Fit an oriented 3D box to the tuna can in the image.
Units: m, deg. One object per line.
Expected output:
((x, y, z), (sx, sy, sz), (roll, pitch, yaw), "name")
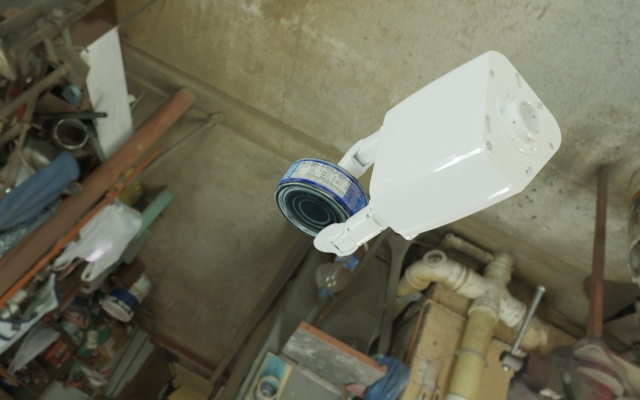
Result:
((0.000, 0.002, 0.453), (0.086, 0.033, 0.086), (22, -34, 15), "tuna can")
